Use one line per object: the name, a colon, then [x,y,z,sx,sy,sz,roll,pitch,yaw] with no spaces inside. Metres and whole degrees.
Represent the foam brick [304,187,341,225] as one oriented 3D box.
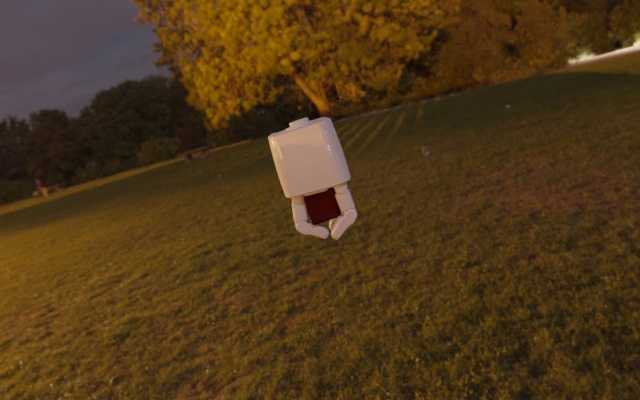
foam brick: [0.000,0.003,0.825,0.053,0.051,0.078,-18,13,-4]
